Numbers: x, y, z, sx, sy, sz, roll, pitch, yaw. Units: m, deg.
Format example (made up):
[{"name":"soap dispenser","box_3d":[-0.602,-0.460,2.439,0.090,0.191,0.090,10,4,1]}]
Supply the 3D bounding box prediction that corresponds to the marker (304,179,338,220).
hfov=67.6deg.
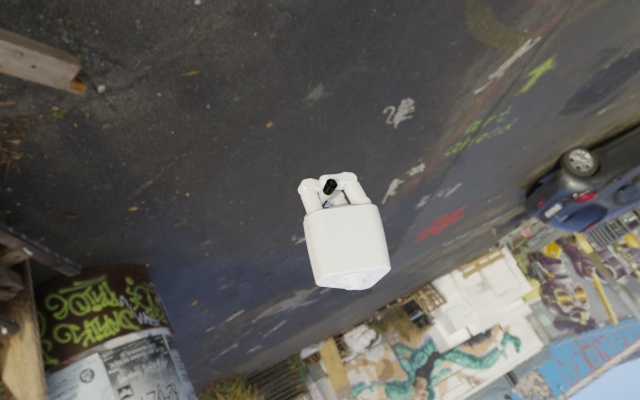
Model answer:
[{"name":"marker","box_3d":[0.000,0.002,0.768,0.020,0.020,0.121,0,-31,-22]}]
